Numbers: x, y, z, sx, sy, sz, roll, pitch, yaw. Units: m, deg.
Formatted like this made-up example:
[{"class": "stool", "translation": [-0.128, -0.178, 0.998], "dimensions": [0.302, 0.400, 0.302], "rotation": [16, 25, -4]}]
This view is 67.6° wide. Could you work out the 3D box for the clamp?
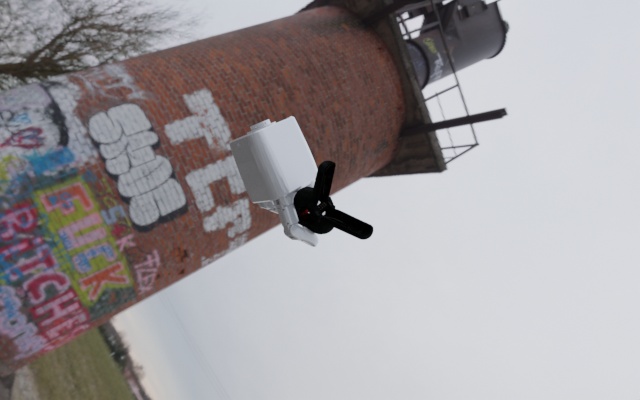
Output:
[{"class": "clamp", "translation": [0.001, 0.002, 0.704], "dimensions": [0.039, 0.120, 0.171], "rotation": [-29, 13, -32]}]
